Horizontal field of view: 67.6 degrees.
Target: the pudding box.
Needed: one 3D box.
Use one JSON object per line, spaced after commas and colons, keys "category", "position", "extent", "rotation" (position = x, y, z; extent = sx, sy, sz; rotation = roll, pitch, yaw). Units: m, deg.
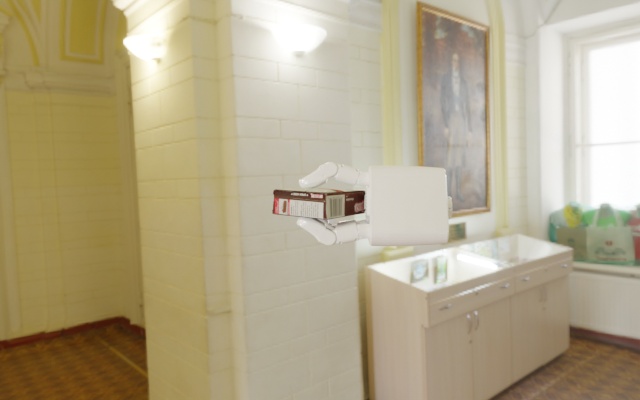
{"category": "pudding box", "position": [0.000, 0.002, 0.679], "extent": [0.090, 0.039, 0.113], "rotation": [4, 3, 32]}
